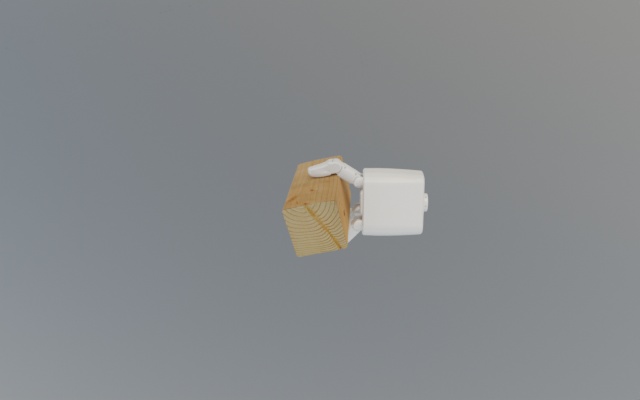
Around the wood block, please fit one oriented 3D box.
[{"bbox_3d":[0.000,0.003,0.855,0.090,0.091,0.206,-11,23,10],"label":"wood block"}]
